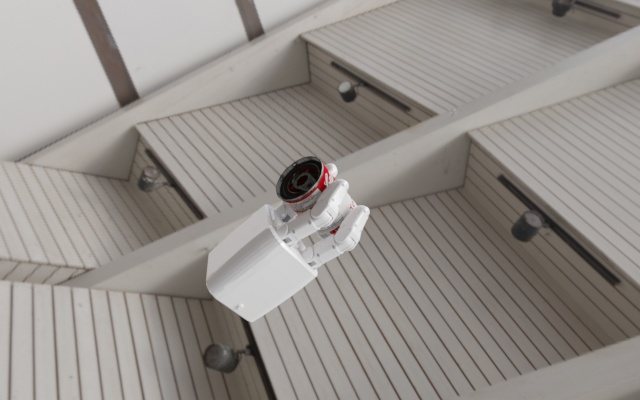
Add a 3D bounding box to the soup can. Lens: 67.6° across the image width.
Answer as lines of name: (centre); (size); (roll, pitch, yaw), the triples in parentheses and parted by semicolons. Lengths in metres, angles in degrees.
soup can: (0.001, 0.002, 0.608); (0.068, 0.068, 0.102); (0, -36, 40)
